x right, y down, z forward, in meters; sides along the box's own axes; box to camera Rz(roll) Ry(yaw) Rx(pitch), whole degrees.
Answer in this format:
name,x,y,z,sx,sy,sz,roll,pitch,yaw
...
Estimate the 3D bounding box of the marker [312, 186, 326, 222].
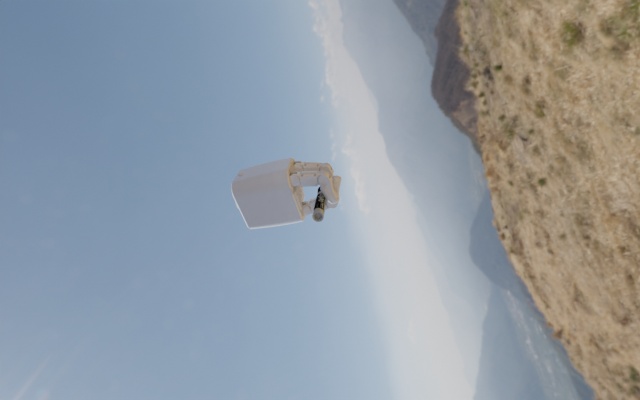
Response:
name,x,y,z,sx,sy,sz,roll,pitch,yaw
marker,0.000,0.003,0.819,0.020,0.020,0.121,0,23,4
